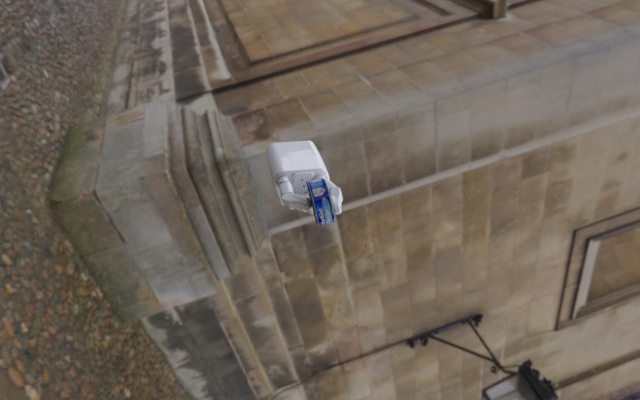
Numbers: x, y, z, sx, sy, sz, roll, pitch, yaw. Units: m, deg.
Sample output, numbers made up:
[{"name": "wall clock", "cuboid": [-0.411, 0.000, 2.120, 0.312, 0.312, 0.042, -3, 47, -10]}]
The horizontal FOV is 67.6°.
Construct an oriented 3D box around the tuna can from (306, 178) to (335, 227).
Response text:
[{"name": "tuna can", "cuboid": [0.001, 0.003, 0.883, 0.034, 0.086, 0.086, -14, 1, -3]}]
